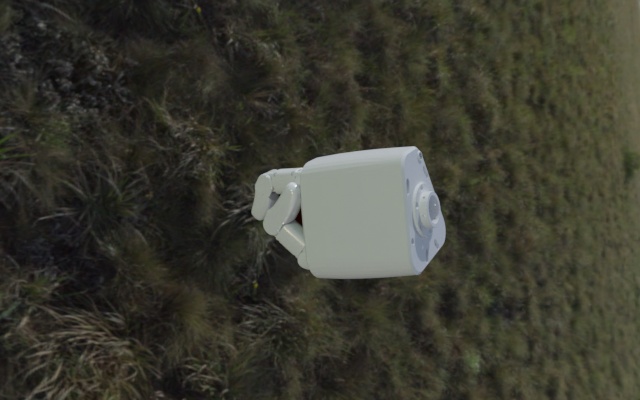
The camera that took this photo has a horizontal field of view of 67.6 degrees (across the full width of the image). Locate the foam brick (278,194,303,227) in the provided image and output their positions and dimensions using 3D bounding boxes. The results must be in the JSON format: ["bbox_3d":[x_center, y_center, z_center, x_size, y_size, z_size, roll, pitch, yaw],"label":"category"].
[{"bbox_3d":[0.000,0.002,0.527,0.051,0.053,0.078,-6,15,34],"label":"foam brick"}]
